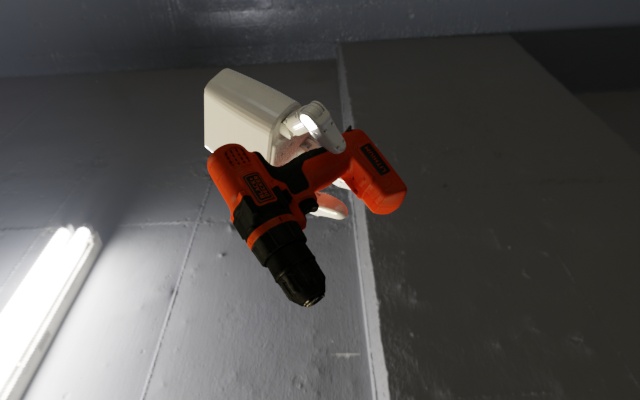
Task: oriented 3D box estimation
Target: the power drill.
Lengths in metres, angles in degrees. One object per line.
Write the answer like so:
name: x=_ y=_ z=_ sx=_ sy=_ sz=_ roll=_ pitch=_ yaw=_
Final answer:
power drill: x=0.000 y=0.001 z=0.497 sx=0.187 sy=0.184 sz=0.057 roll=-19 pitch=-24 yaw=-36
